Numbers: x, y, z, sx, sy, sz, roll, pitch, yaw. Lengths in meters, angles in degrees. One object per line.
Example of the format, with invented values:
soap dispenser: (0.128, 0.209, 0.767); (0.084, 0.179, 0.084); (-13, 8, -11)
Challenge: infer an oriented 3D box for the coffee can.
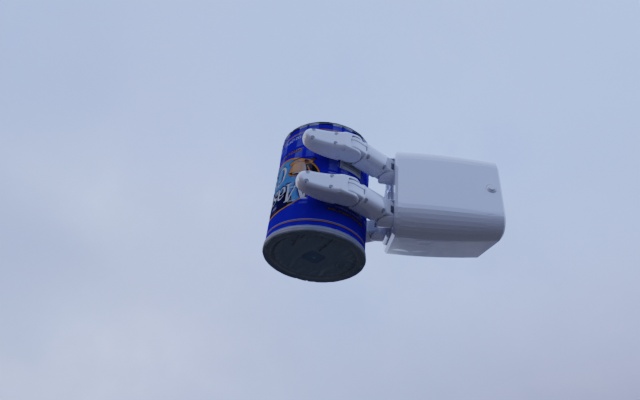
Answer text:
coffee can: (0.000, 0.002, 0.510); (0.103, 0.140, 0.103); (5, -36, 3)
